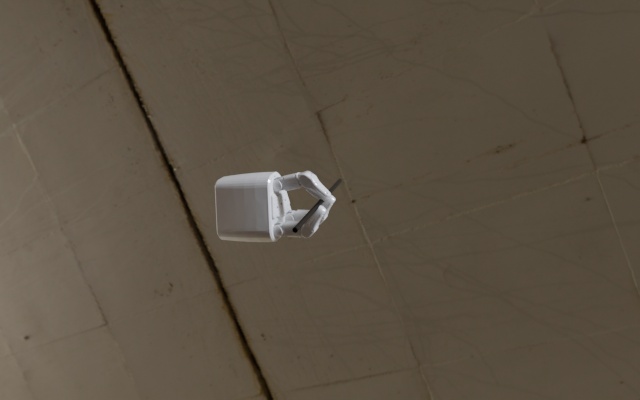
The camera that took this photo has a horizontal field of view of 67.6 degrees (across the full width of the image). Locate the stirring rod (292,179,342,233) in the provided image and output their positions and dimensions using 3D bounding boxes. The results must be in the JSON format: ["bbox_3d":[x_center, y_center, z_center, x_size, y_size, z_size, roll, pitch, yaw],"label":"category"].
[{"bbox_3d":[0.000,0.003,0.776,0.011,0.011,0.239,0,19,18],"label":"stirring rod"}]
